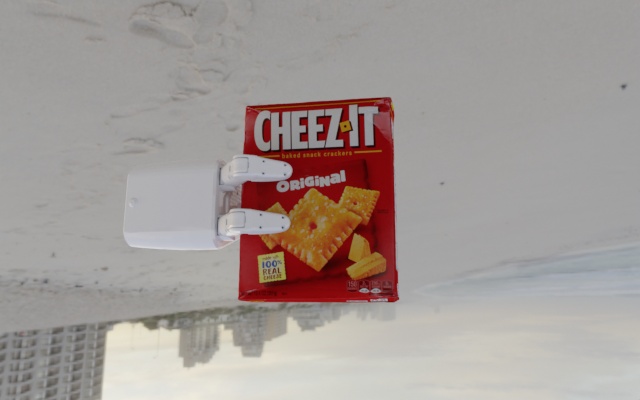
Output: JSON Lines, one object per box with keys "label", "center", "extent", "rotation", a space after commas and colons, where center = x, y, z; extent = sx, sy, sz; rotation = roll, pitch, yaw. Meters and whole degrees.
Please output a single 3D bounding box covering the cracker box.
{"label": "cracker box", "center": [0.000, 0.002, 0.519], "extent": [0.164, 0.213, 0.072], "rotation": [-2, -12, 9]}
